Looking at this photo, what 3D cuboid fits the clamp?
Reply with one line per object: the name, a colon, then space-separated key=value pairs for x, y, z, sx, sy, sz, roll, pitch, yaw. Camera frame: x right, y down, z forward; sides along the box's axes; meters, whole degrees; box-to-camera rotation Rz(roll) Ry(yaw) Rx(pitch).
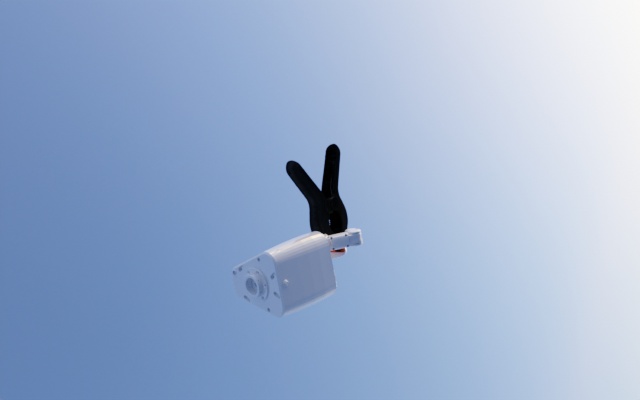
clamp: x=0.000 y=0.003 z=0.731 sx=0.039 sy=0.171 sz=0.120 roll=-6 pitch=6 yaw=45
